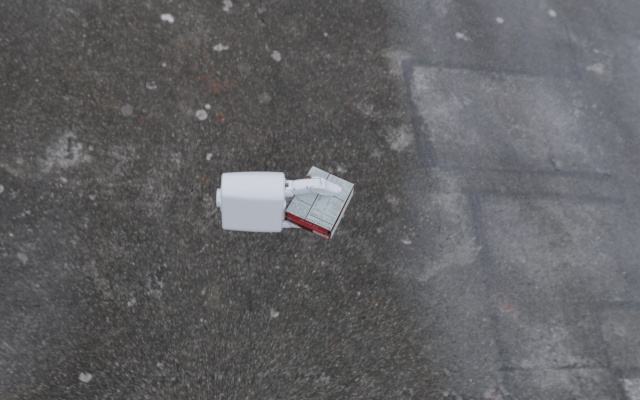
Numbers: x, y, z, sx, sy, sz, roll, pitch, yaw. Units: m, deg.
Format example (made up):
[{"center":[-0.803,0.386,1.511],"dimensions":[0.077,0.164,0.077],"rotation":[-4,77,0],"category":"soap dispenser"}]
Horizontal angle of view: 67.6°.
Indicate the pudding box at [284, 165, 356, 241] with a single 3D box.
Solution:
[{"center":[0.000,0.003,0.844],"dimensions":[0.090,0.113,0.039],"rotation":[24,-27,8],"category":"pudding box"}]
